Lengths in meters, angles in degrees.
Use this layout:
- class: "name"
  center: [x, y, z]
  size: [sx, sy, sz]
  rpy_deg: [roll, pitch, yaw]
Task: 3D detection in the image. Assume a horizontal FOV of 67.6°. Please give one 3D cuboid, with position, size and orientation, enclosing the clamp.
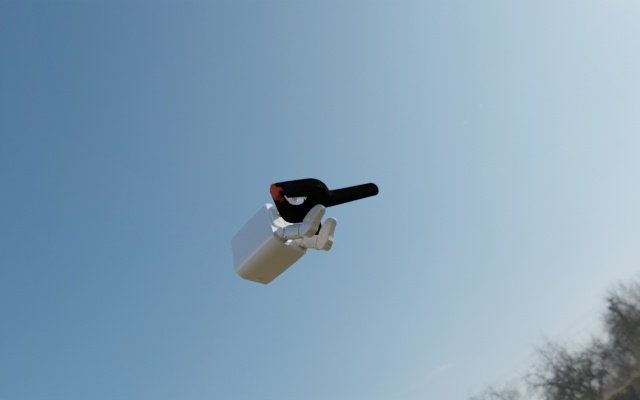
- class: "clamp"
  center: [-0.001, 0.002, 0.829]
  size: [0.164, 0.036, 0.210]
  rpy_deg: [-43, -37, 15]
